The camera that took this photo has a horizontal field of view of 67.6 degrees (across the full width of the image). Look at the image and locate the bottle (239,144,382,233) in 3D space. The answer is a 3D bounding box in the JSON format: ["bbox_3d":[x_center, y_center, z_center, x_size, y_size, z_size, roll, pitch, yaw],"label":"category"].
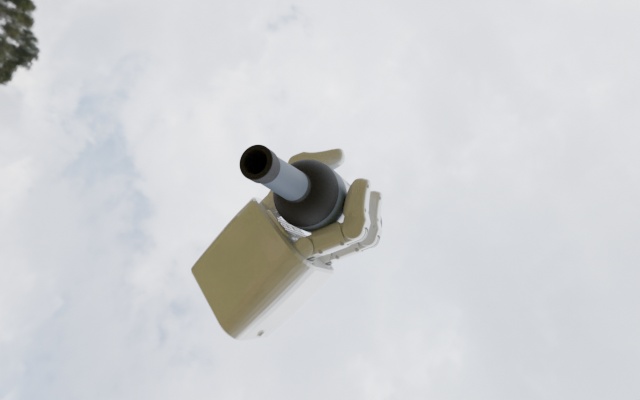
[{"bbox_3d":[0.000,0.002,0.485,0.069,0.069,0.296,0,-12,19],"label":"bottle"}]
